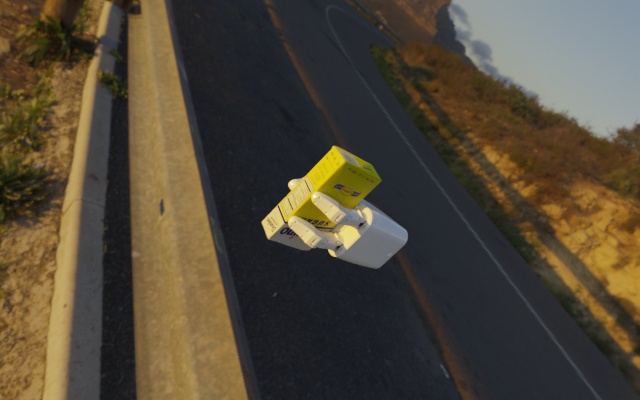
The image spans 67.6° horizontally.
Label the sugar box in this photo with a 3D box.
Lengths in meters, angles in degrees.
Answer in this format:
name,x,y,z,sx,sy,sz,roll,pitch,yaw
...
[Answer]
name,x,y,z,sx,sy,sz,roll,pitch,yaw
sugar box,0.000,0.003,0.739,0.093,0.176,0.048,22,28,-42
